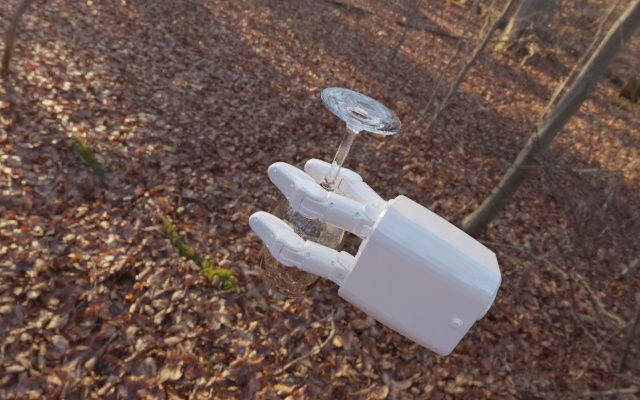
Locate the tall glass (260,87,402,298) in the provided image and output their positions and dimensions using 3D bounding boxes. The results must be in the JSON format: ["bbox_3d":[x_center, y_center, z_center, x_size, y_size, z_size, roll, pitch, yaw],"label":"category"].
[{"bbox_3d":[0.000,0.001,0.451,0.079,0.201,0.079,18,32,-11],"label":"tall glass"}]
